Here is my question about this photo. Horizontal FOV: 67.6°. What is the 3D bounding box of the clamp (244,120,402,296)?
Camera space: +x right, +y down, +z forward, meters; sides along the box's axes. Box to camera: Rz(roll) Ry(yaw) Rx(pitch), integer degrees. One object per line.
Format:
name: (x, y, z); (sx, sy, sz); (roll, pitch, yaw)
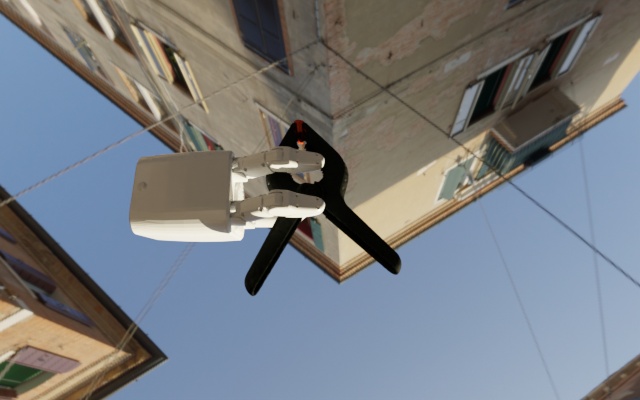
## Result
clamp: (0.000, 0.002, 0.537); (0.164, 0.210, 0.036); (-1, -27, -4)
